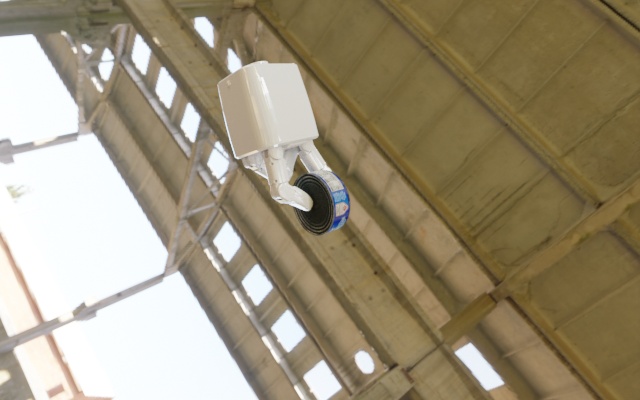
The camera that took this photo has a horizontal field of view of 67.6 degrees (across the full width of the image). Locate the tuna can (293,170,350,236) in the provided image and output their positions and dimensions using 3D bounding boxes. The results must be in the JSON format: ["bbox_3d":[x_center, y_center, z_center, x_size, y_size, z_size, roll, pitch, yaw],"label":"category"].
[{"bbox_3d":[0.001,0.002,0.647,0.034,0.086,0.086,-16,10,-39],"label":"tuna can"}]
